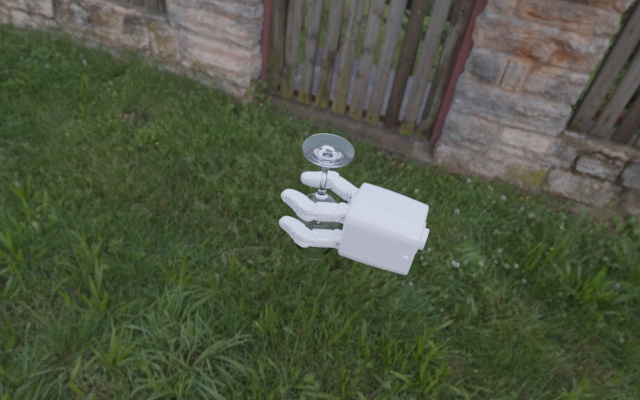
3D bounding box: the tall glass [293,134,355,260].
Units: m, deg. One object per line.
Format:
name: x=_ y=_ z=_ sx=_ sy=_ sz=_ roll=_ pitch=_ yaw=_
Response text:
tall glass: x=0.000 y=0.002 z=0.722 sx=0.079 sy=0.201 sz=0.079 roll=5 pitch=43 yaw=-5
